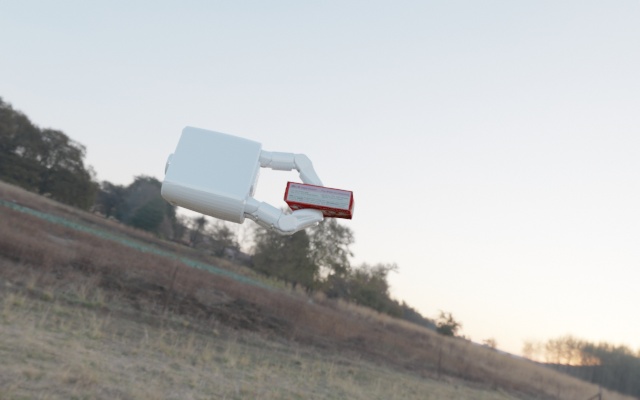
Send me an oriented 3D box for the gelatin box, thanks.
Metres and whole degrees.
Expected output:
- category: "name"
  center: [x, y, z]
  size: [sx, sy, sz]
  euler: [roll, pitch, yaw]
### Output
- category: "gelatin box"
  center: [0.001, 0.002, 0.639]
  size: [0.089, 0.030, 0.073]
  euler: [8, -11, 7]
